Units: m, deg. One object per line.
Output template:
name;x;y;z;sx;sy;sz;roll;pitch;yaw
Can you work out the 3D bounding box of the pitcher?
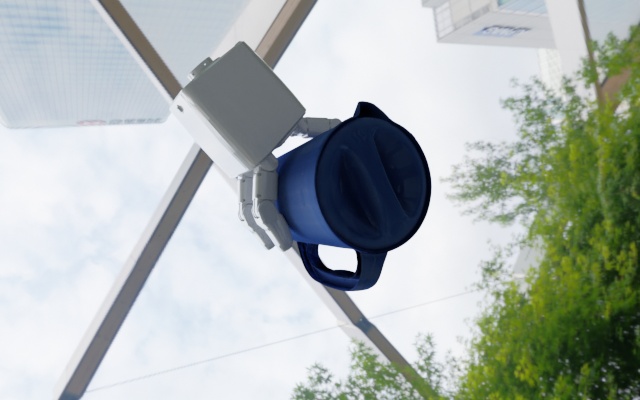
pitcher;0.000;0.002;0.549;0.149;0.145;0.243;-49;18;-22
